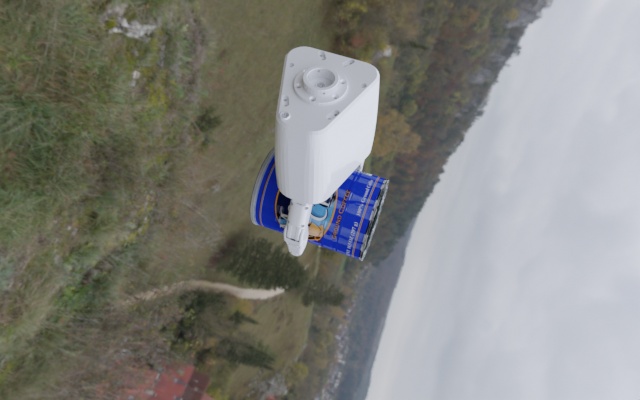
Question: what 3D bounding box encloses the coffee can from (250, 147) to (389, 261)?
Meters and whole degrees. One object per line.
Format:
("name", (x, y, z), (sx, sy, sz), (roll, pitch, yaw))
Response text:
("coffee can", (0.000, 0.002, 0.577), (0.140, 0.103, 0.103), (18, 3, 10))
